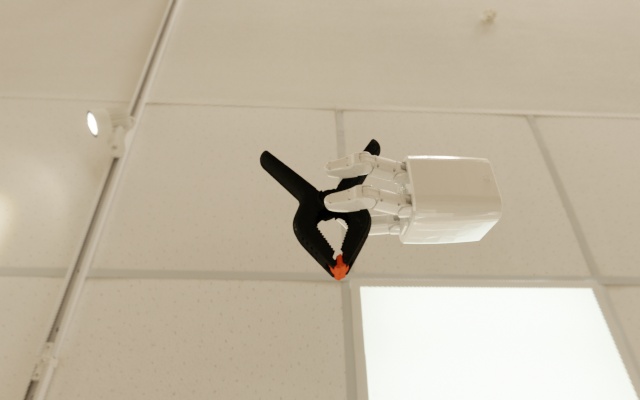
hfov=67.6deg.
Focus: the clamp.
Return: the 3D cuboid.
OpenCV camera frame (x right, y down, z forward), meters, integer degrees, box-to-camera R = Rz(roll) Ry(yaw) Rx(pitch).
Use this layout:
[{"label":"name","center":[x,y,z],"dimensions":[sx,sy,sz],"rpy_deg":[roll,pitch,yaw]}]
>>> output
[{"label":"clamp","center":[0.000,0.003,0.598],"dimensions":[0.164,0.209,0.036],"rpy_deg":[-2,-39,2]}]
